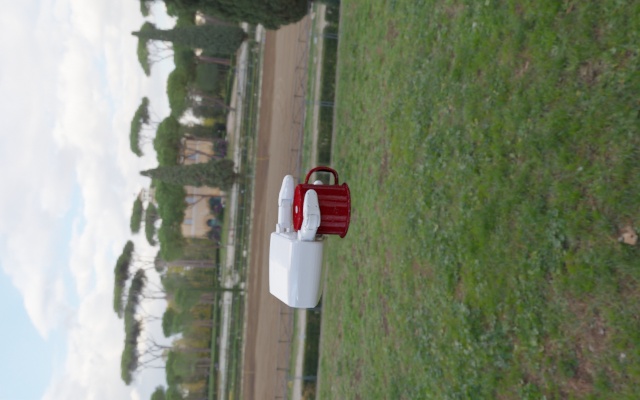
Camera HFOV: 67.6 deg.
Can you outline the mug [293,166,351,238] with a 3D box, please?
[{"bbox_3d":[0.000,0.001,0.784,0.081,0.117,0.093,3,3,-11],"label":"mug"}]
